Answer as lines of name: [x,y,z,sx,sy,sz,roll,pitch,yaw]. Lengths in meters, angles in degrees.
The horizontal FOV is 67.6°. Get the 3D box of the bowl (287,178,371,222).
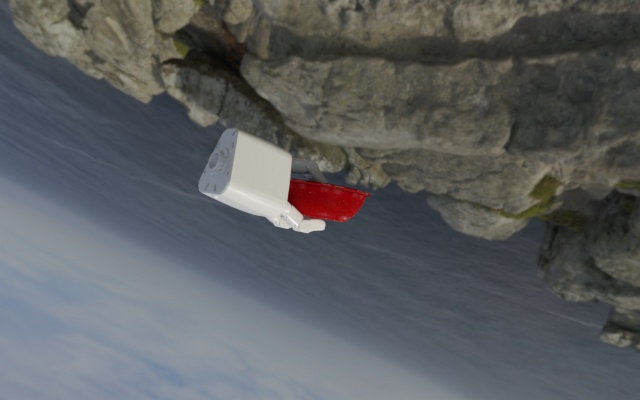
bowl: [0.001,0.003,0.807,0.162,0.055,0.162,9,-2,0]
